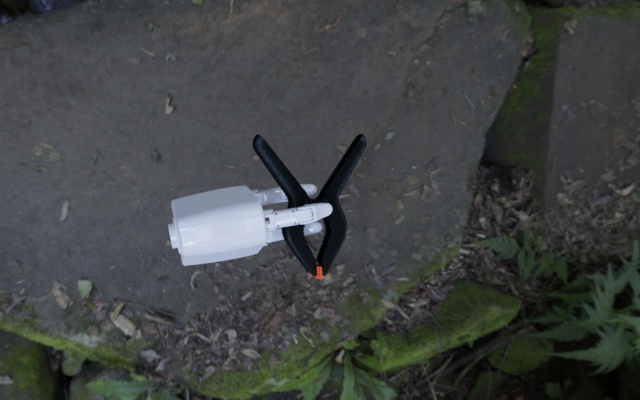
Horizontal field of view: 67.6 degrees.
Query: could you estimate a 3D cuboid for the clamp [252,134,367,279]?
[{"bbox_3d":[0.000,0.003,0.671,0.164,0.210,0.036,-10,5,-18],"label":"clamp"}]
